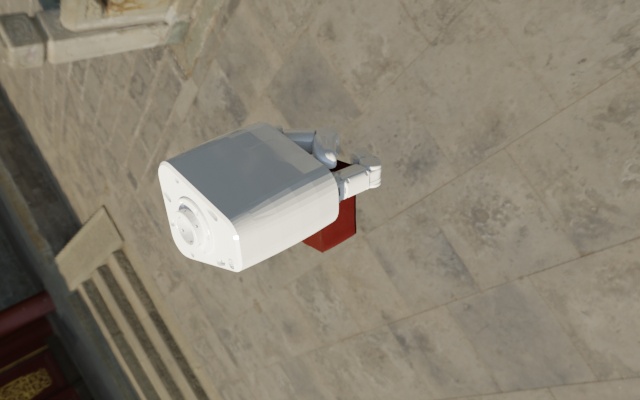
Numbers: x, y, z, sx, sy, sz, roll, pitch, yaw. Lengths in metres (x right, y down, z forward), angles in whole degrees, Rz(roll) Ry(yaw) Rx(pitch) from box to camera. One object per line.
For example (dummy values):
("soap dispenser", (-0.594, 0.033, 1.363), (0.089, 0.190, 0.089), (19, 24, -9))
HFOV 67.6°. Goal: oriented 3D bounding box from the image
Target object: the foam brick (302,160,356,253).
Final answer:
("foam brick", (0.000, 0.002, 0.471), (0.053, 0.078, 0.051), (23, 39, 38))
